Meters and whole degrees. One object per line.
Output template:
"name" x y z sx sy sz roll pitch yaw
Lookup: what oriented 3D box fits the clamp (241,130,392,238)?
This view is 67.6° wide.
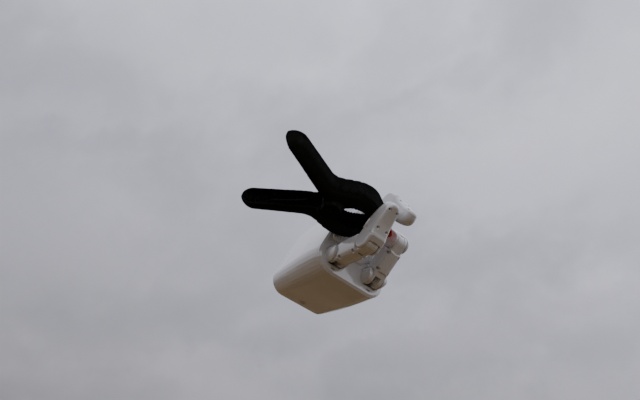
"clamp" 0.000 0.001 0.529 0.171 0.039 0.120 35 -43 -23
